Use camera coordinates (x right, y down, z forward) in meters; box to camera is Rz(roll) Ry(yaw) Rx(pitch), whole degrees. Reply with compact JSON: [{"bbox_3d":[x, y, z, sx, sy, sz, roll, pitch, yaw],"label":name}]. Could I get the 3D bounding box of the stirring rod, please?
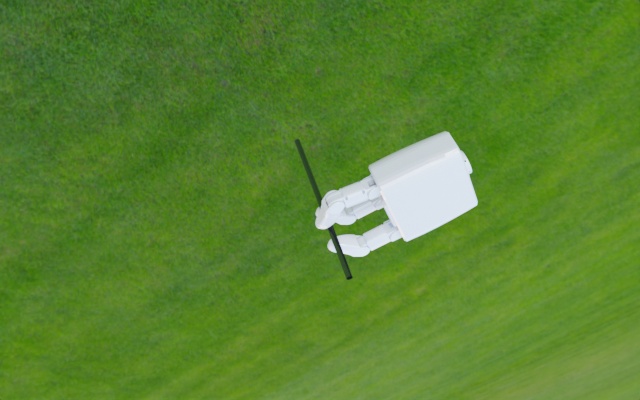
[{"bbox_3d":[0.000,0.002,0.643,0.011,0.239,0.011,-13,-36,-10],"label":"stirring rod"}]
